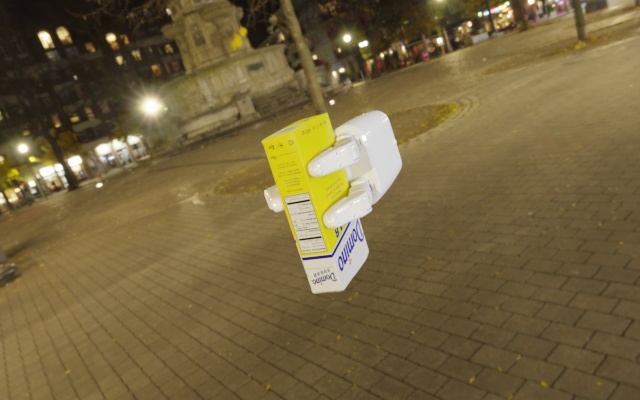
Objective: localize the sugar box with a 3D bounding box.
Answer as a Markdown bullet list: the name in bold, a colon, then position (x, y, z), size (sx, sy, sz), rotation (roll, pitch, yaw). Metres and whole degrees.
- **sugar box**: position (0.001, 0.001, 0.522), size (0.048, 0.176, 0.093), rotation (-13, 15, 29)
